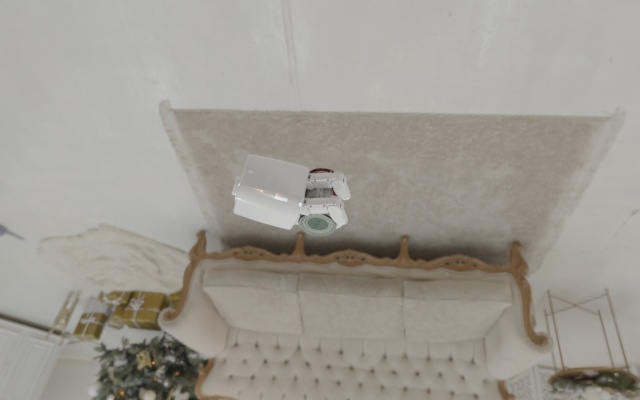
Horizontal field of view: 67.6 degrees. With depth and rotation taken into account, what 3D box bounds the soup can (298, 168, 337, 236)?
[{"bbox_3d":[0.001,0.003,0.839,0.068,0.102,0.069,5,-38,4],"label":"soup can"}]
